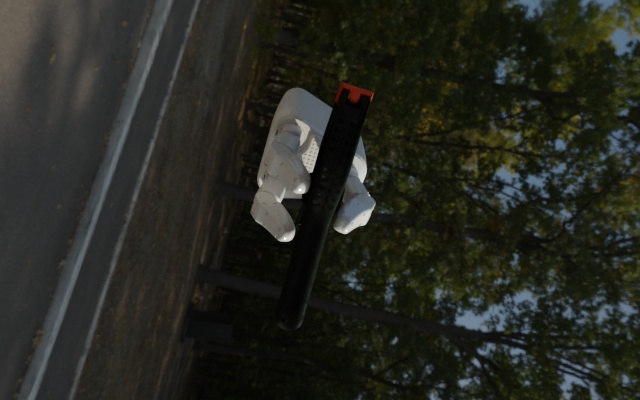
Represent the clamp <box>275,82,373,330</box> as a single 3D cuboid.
[{"bbox_3d":[0.001,0.001,0.434,0.036,0.210,0.164,16,30,-6],"label":"clamp"}]
